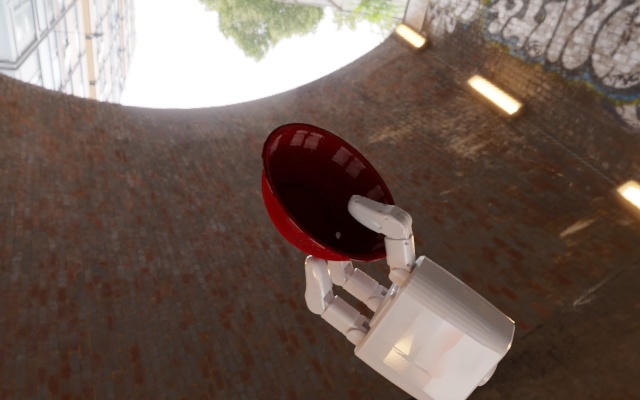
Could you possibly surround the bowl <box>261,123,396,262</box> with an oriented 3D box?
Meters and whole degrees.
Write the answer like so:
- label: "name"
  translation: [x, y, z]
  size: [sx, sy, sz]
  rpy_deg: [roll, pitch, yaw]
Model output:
- label: "bowl"
  translation: [-0.001, 0.001, 0.473]
  size: [0.162, 0.162, 0.055]
  rpy_deg: [0, -34, -44]
